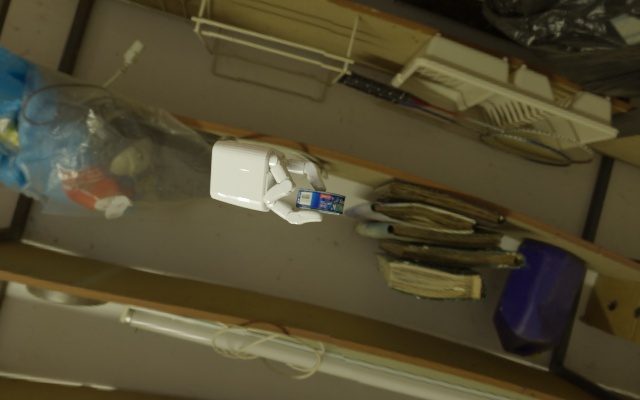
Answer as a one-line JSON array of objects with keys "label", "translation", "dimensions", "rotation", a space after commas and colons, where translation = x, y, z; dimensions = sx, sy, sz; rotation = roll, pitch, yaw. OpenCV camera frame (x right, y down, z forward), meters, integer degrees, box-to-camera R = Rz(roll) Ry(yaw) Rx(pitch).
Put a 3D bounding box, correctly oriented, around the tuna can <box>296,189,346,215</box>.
[{"label": "tuna can", "translation": [0.000, 0.003, 0.845], "dimensions": [0.086, 0.034, 0.086], "rotation": [10, -3, 1]}]
